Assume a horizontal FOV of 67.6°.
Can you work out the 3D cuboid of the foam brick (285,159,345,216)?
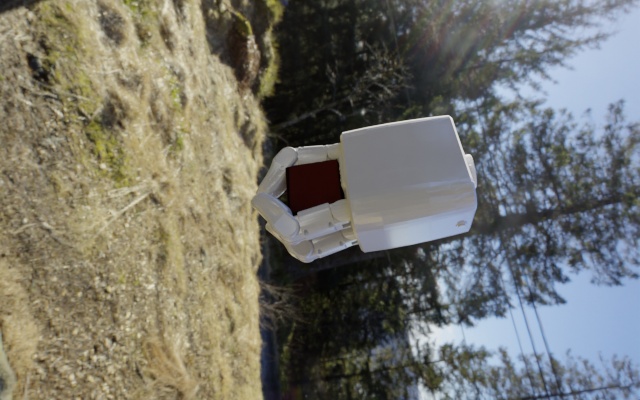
[{"bbox_3d":[0.000,0.002,0.477,0.051,0.053,0.078,-8,-22,8],"label":"foam brick"}]
